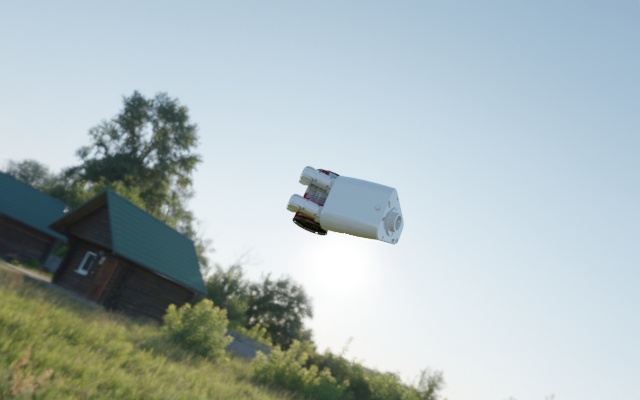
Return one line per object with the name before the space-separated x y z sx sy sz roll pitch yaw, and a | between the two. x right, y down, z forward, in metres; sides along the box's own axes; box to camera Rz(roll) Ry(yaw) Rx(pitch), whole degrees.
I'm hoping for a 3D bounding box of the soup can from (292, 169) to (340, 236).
soup can | 0.000 0.002 0.852 0.068 0.102 0.068 21 -18 7
